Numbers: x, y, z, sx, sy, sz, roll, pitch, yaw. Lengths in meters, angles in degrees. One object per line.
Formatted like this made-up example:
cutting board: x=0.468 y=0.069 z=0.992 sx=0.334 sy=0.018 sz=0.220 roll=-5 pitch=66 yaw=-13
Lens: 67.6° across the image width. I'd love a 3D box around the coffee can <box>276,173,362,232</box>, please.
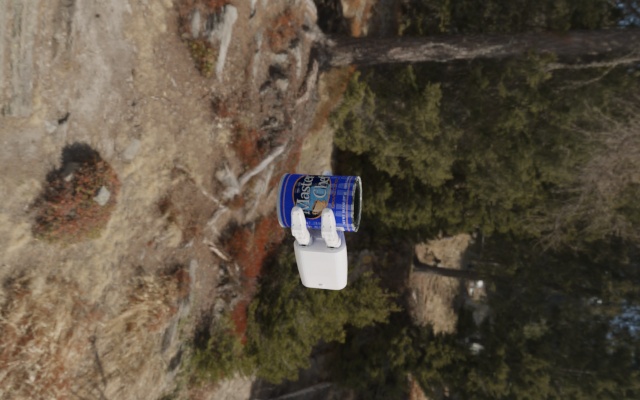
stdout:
coffee can: x=0.000 y=0.003 z=0.888 sx=0.140 sy=0.103 sz=0.103 roll=3 pitch=1 yaw=13
